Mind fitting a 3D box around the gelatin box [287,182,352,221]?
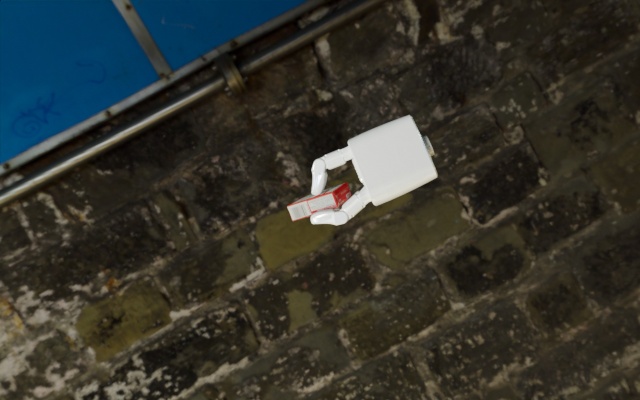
[{"bbox_3d":[0.000,0.002,0.795,0.089,0.030,0.073,-17,6,23],"label":"gelatin box"}]
